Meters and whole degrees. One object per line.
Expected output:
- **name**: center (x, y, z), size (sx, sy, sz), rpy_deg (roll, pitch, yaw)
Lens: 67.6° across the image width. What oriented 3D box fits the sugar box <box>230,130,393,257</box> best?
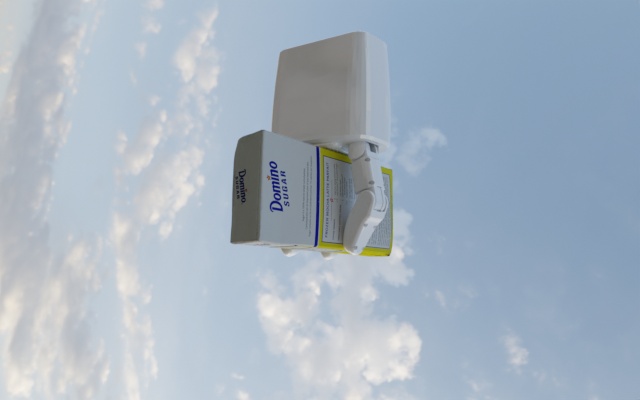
- **sugar box**: center (0.000, 0.001, 0.446), size (0.176, 0.093, 0.048), rpy_deg (12, -15, -42)
